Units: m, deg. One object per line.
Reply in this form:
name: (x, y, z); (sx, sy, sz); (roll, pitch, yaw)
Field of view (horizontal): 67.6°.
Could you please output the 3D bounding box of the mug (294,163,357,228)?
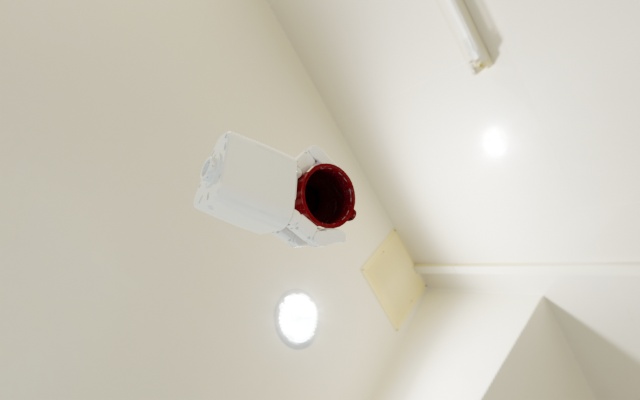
mug: (0.001, 0.003, 0.711); (0.117, 0.093, 0.081); (25, -20, -29)
